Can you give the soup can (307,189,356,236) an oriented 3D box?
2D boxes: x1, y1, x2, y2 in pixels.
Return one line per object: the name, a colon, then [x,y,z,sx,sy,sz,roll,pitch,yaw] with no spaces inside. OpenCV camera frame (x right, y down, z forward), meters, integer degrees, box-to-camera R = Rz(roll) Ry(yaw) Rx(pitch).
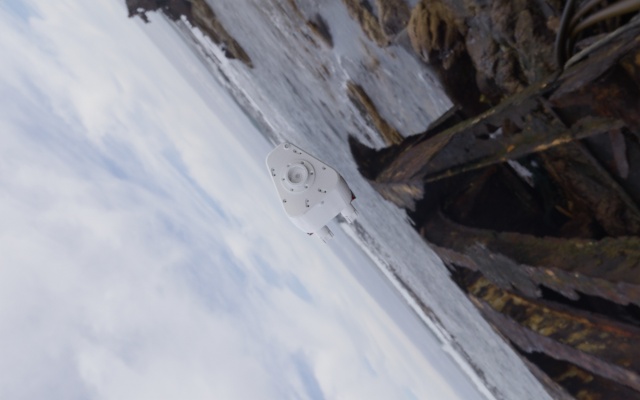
soup can: [0.000,0.003,0.804,0.102,0.068,0.068,-40,0,0]
